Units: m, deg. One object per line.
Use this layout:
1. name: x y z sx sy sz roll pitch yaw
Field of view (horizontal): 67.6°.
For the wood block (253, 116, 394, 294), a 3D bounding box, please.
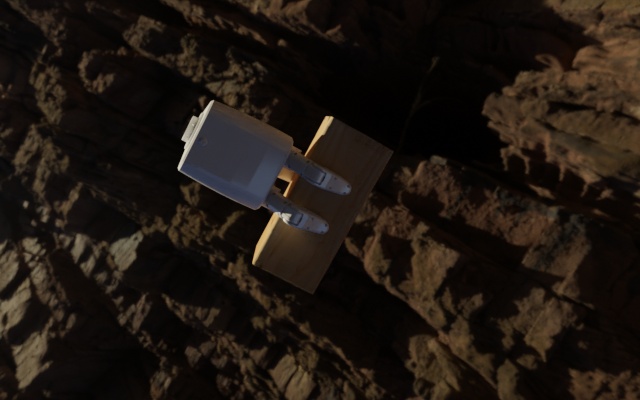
1. wood block: 0.000 0.002 0.628 0.090 0.206 0.091 28 8 -8
